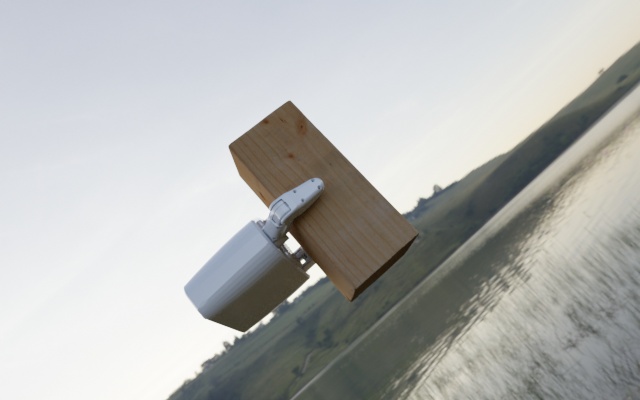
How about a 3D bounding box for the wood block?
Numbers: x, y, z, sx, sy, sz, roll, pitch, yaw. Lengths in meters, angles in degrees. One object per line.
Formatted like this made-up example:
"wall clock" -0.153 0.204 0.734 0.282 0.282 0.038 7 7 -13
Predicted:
"wood block" 0.000 0.002 0.537 0.090 0.206 0.091 -39 -15 -13
